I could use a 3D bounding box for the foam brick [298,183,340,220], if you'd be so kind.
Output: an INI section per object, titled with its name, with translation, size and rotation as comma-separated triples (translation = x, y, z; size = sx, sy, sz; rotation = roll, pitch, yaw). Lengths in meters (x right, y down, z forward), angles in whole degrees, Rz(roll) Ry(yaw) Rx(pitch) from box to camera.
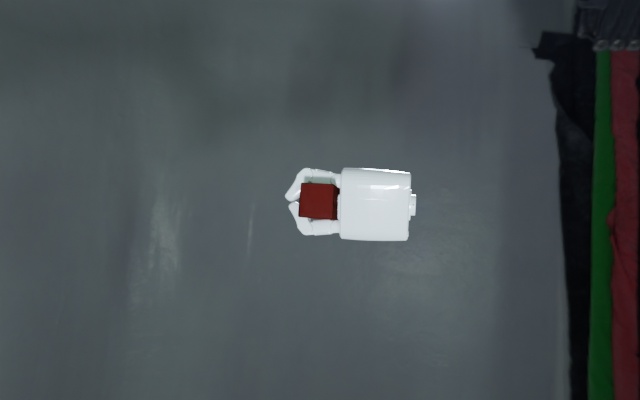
[foam brick]
translation = 0.000, 0.002, 0.733
size = 0.051, 0.053, 0.078
rotation = 4, -2, 10
